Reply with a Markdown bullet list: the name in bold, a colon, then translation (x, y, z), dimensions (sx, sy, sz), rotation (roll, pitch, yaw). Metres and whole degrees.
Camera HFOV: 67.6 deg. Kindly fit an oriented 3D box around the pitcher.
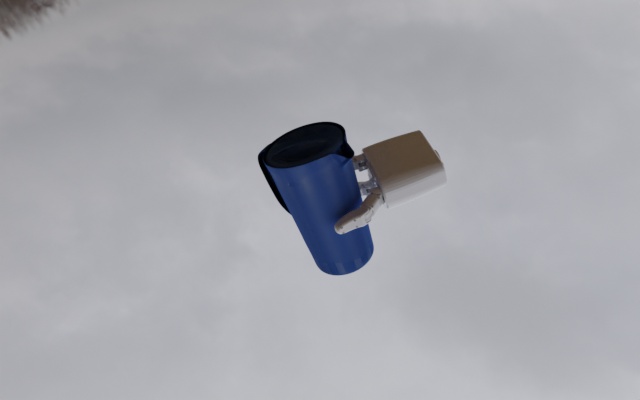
- **pitcher**: translation (0.000, 0.003, 0.790), dimensions (0.145, 0.243, 0.149), rotation (-22, 32, -2)
